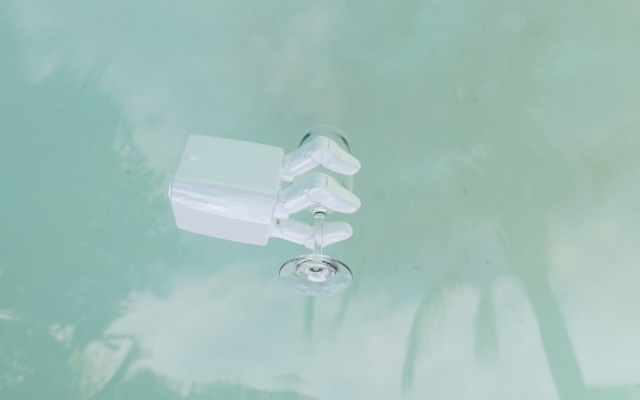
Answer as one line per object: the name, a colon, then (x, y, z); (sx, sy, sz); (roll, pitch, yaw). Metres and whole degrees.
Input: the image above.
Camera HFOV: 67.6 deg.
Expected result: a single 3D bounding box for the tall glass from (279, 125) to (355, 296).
tall glass: (0.000, 0.002, 0.542); (0.079, 0.200, 0.079); (2, -41, 2)
